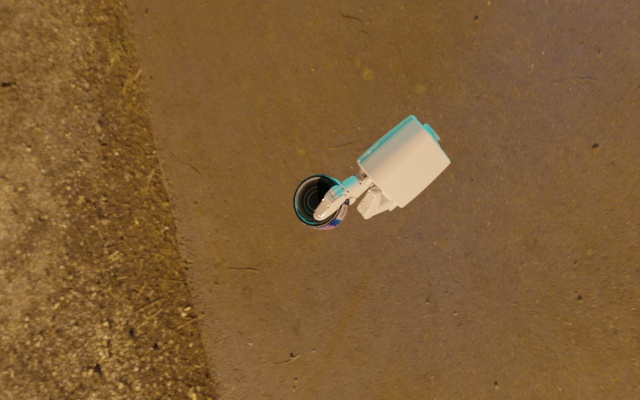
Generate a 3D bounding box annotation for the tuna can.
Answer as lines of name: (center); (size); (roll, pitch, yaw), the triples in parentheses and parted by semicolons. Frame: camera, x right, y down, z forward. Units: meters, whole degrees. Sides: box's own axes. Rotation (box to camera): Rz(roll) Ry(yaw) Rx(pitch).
tuna can: (0.000, 0.002, 0.747); (0.086, 0.086, 0.034); (0, -8, 25)
